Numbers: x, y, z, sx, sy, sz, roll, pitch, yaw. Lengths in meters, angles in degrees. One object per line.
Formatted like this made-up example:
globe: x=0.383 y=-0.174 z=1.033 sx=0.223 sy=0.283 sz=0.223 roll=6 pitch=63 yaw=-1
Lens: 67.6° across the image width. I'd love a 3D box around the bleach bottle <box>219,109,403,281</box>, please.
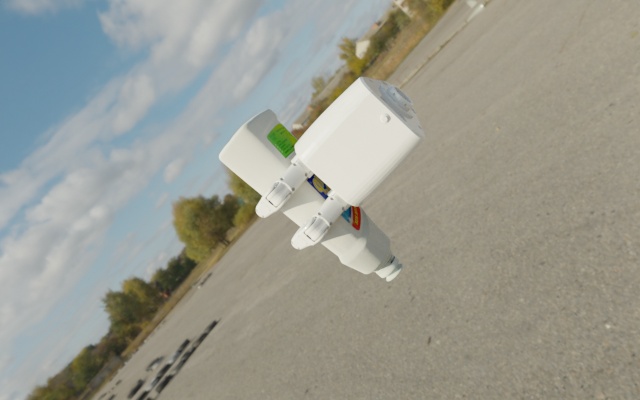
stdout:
bleach bottle: x=0.000 y=0.002 z=0.581 sx=0.068 sy=0.251 sz=0.102 roll=-45 pitch=6 yaw=25
